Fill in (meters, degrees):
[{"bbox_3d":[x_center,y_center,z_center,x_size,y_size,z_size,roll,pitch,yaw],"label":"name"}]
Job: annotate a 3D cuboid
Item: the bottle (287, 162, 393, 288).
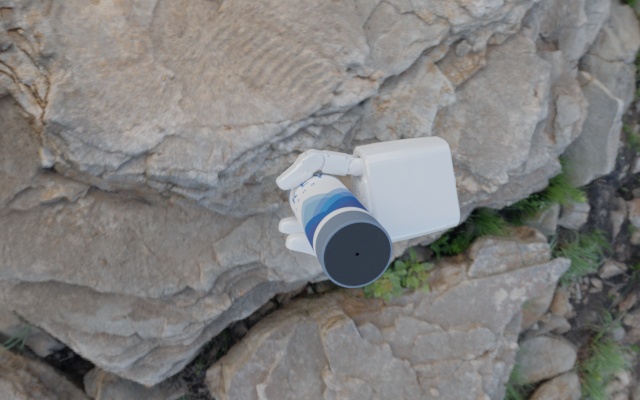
[{"bbox_3d":[0.000,0.002,0.557,0.069,0.069,0.295,0,18,-14],"label":"bottle"}]
